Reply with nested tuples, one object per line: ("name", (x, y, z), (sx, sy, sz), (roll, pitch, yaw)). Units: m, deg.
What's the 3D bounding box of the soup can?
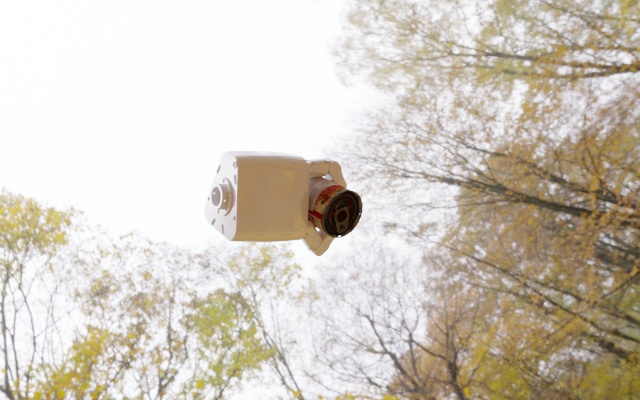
("soup can", (0.000, 0.002, 0.665), (0.068, 0.068, 0.102), (0, 19, -40))
